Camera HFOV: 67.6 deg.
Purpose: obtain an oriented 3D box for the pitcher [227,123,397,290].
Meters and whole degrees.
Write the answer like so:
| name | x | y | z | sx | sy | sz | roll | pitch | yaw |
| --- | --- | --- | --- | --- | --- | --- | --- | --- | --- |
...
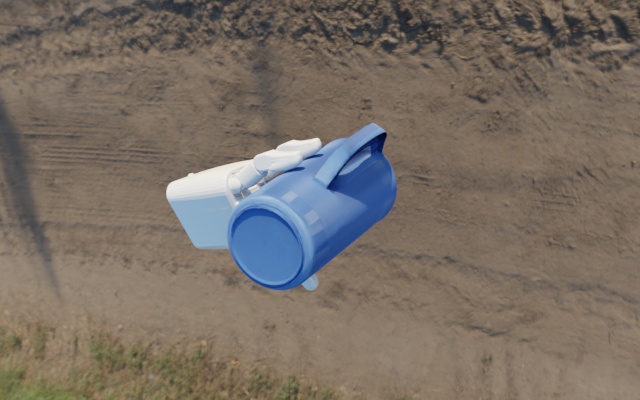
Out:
| name | x | y | z | sx | sy | sz | roll | pitch | yaw |
| --- | --- | --- | --- | --- | --- | --- | --- | --- | --- |
| pitcher | 0.000 | 0.002 | 0.587 | 0.145 | 0.149 | 0.242 | -7 | 15 | 29 |
